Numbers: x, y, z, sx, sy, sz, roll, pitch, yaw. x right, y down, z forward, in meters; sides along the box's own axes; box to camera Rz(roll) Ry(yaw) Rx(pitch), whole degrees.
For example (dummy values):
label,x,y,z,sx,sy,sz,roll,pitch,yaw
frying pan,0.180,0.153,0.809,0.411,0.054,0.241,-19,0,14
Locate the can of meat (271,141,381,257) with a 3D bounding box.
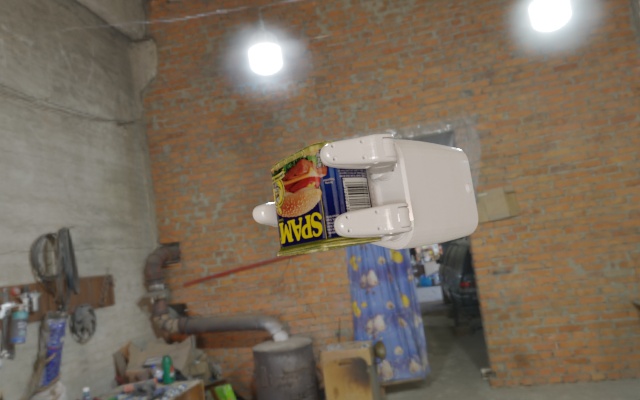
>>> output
label,x,y,z,sx,sy,sz,roll,pitch,yaw
can of meat,0.000,0.001,0.417,0.057,0.084,0.102,-3,-9,-34
